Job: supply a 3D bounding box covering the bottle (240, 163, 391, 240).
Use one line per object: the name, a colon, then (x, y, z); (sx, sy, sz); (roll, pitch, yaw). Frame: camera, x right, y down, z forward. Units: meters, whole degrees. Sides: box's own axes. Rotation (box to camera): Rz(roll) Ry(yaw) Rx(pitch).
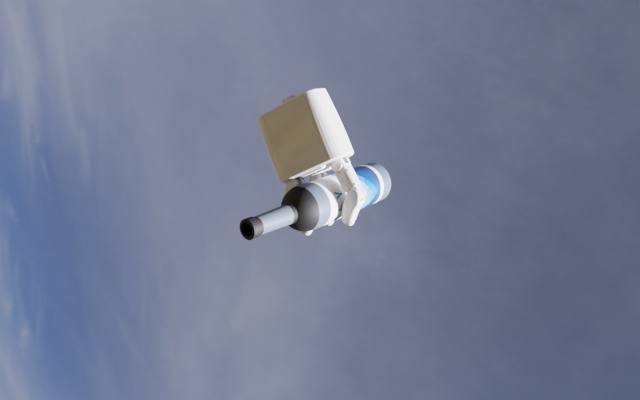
bottle: (0.000, 0.002, 0.698); (0.069, 0.069, 0.295); (0, 13, 39)
